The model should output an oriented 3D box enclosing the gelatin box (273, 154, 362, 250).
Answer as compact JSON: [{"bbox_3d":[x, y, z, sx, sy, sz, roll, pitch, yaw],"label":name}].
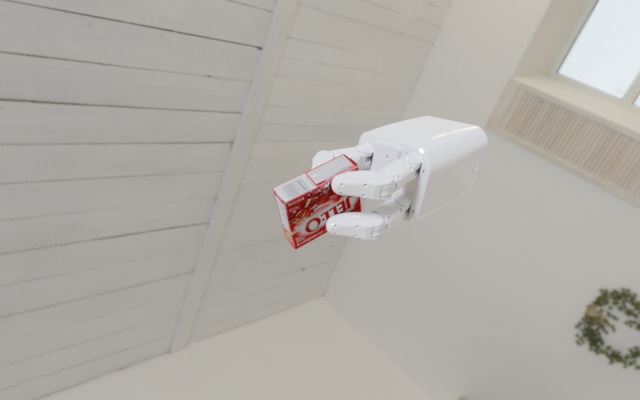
[{"bbox_3d":[0.000,0.002,0.502,0.089,0.073,0.030,-27,49,-17],"label":"gelatin box"}]
